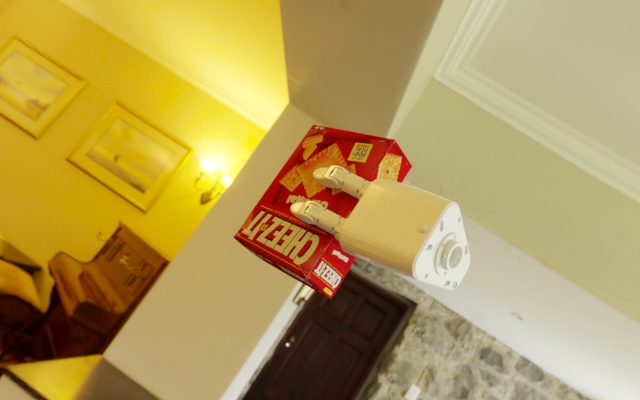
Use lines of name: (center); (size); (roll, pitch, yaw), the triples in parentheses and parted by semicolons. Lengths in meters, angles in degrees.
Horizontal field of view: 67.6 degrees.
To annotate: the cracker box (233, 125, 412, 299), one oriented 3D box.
cracker box: (0.000, 0.002, 0.663); (0.164, 0.213, 0.072); (20, -19, 44)
